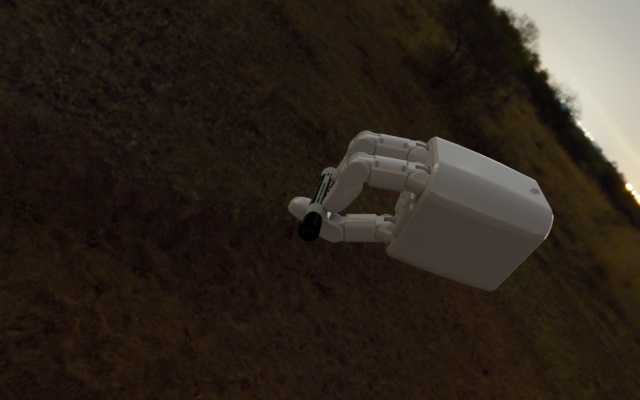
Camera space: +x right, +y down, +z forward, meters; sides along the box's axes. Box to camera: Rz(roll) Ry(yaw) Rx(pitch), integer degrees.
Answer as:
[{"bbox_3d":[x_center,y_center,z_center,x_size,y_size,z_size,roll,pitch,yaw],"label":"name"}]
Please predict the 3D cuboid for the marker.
[{"bbox_3d":[0.000,0.001,0.442,0.020,0.020,0.121,0,27,12],"label":"marker"}]
